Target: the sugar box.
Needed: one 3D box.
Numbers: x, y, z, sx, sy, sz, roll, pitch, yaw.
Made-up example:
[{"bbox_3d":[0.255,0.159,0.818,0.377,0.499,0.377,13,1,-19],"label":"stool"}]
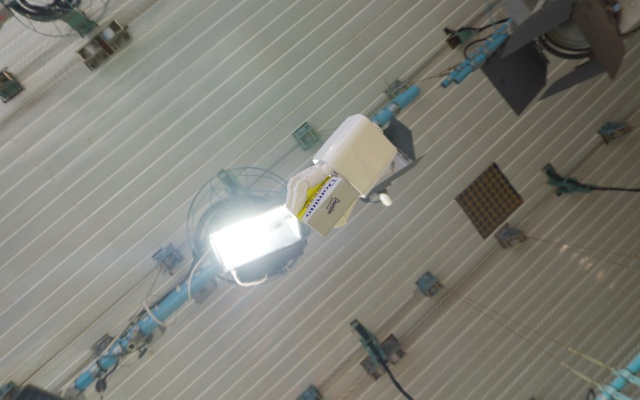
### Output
[{"bbox_3d":[0.000,0.002,0.825,0.048,0.093,0.176,41,-5,-12],"label":"sugar box"}]
